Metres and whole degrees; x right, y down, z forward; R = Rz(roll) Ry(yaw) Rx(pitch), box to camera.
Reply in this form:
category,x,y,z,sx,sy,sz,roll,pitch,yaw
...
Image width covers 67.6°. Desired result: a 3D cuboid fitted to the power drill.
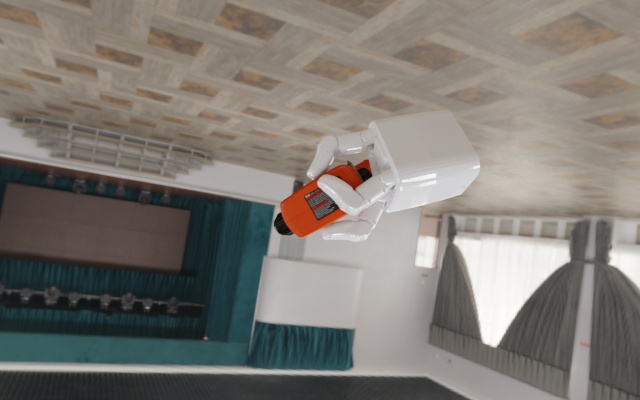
category,x,y,z,sx,sy,sz,roll,pitch,yaw
power drill,0.000,0.002,0.661,0.184,0.057,0.187,-32,1,8
